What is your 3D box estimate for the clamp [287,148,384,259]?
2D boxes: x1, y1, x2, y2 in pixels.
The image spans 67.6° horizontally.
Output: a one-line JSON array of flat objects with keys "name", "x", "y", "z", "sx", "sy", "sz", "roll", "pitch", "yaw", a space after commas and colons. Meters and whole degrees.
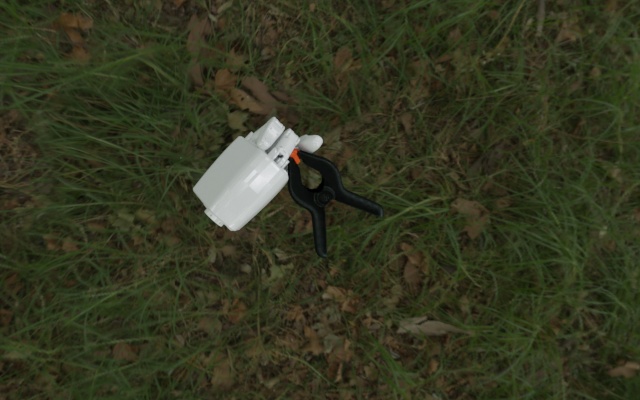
[{"name": "clamp", "x": 0.000, "y": 0.002, "z": 0.704, "sx": 0.171, "sy": 0.120, "sz": 0.039, "roll": 44, "pitch": -3, "yaw": -15}]
